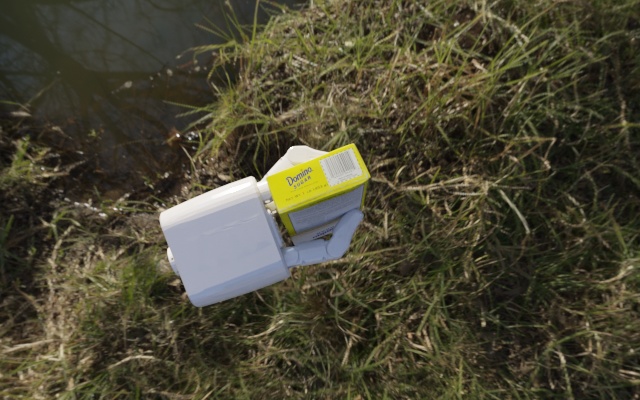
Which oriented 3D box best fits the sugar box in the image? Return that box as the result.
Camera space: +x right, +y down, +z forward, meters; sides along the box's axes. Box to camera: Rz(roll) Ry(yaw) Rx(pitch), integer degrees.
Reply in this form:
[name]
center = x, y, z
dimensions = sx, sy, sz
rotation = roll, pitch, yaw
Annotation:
[sugar box]
center = 0.000, 0.001, 0.526
dimensions = 0.093, 0.048, 0.176
rotation = -20, -13, -4
